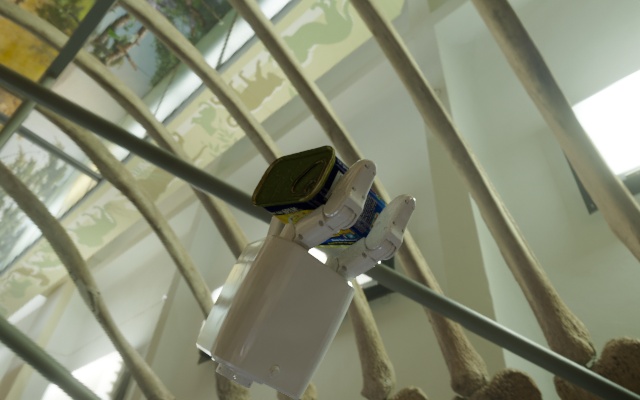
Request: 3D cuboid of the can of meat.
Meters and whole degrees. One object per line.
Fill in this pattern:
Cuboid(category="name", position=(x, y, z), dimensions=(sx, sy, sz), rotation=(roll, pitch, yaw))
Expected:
Cuboid(category="can of meat", position=(0.000, 0.002, 0.444), dimensions=(0.084, 0.057, 0.102), rotation=(40, -28, -29))
